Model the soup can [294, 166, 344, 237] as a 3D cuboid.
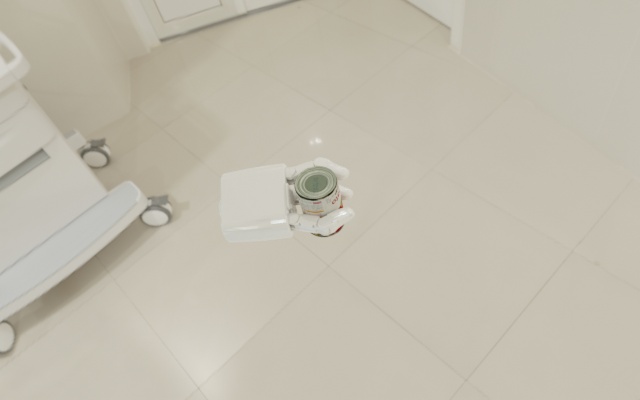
[{"bbox_3d":[0.001,0.002,0.755,0.068,0.068,0.102,0,-37,11],"label":"soup can"}]
